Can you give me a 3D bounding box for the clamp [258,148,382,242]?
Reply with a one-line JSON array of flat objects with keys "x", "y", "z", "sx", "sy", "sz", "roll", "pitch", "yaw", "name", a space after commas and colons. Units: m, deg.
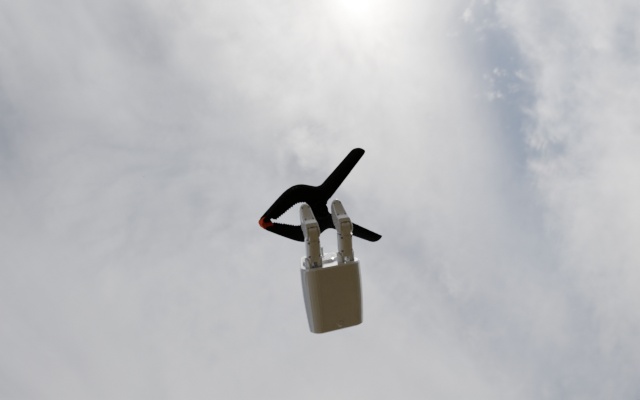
[{"x": -0.001, "y": 0.003, "z": 0.788, "sx": 0.210, "sy": 0.164, "sz": 0.036, "roll": -8, "pitch": 6, "yaw": -20, "name": "clamp"}]
